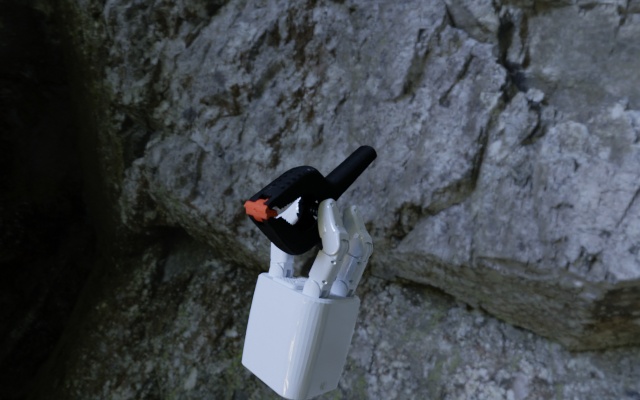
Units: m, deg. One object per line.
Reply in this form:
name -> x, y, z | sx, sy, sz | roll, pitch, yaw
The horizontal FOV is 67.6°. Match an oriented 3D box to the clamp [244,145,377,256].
clamp -> -0.001, 0.002, 0.529 | 0.036, 0.164, 0.210 | 12, -1, 34
